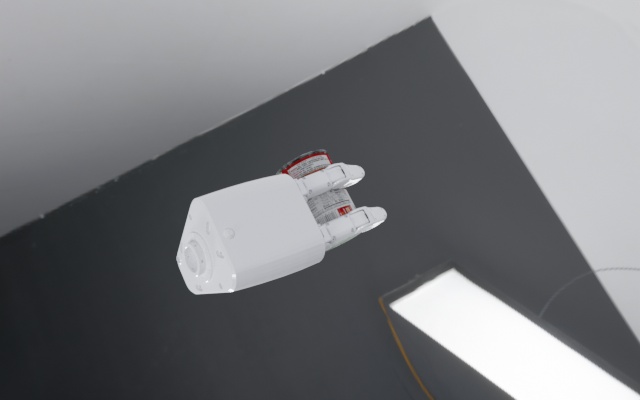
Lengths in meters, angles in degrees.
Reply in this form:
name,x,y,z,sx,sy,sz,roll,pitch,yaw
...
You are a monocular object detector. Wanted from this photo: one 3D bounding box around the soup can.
name,x,y,z,sx,sy,sz,roll,pitch,yaw
soup can,0.001,0.002,0.554,0.068,0.102,0.068,-26,-13,-6
